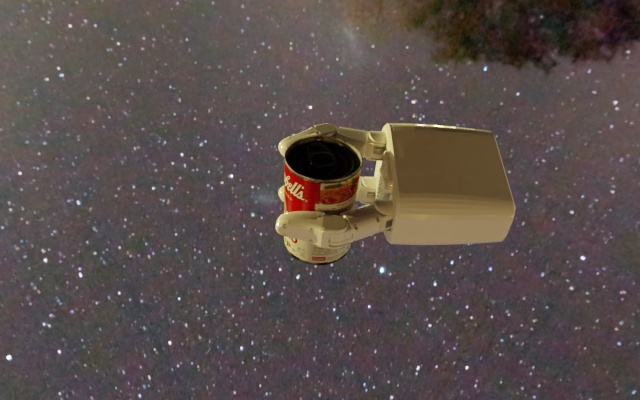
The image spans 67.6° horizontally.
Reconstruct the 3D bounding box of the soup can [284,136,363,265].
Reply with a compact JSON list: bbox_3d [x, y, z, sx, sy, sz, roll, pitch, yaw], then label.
[{"bbox_3d":[0.000,0.002,0.441,0.068,0.102,0.068,3,39,-2],"label":"soup can"}]
